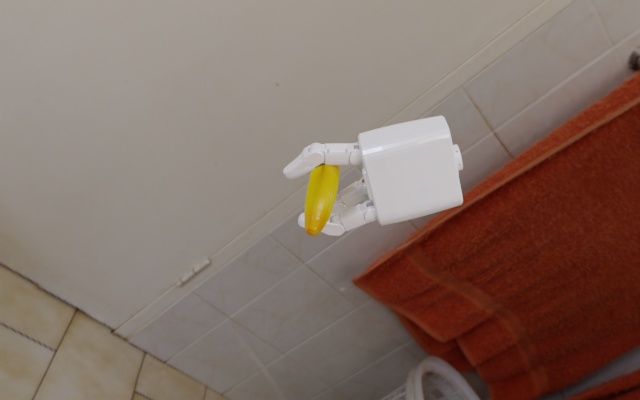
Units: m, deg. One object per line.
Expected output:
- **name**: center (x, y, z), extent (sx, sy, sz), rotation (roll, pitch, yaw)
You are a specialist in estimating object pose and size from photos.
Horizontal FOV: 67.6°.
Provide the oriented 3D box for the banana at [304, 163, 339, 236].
- **banana**: center (0.003, -0.017, 0.602), extent (0.037, 0.070, 0.197), rotation (9, 15, -1)
